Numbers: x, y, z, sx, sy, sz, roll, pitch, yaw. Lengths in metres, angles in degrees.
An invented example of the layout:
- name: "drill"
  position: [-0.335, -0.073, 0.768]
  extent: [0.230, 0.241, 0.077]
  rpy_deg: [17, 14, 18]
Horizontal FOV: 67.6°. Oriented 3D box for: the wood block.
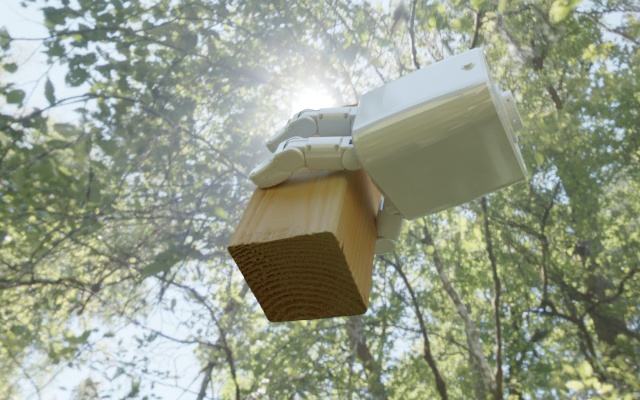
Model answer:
- name: "wood block"
  position: [0.001, 0.002, 0.447]
  extent: [0.090, 0.091, 0.206]
  rpy_deg: [-10, 34, 19]
